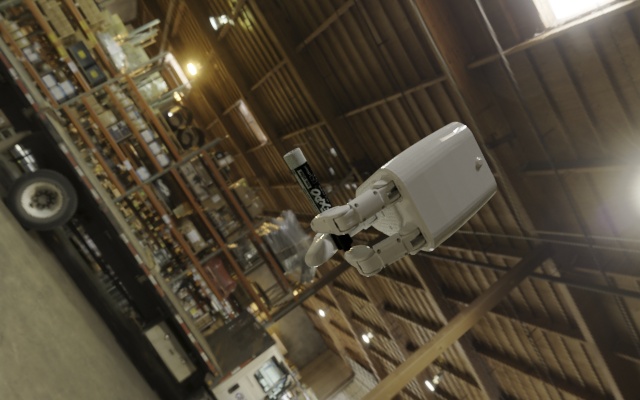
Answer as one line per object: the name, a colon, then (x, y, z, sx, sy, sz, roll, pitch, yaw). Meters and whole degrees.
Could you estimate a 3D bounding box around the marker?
marker: (0.000, 0.002, 0.498, 0.020, 0.121, 0.020, -29, 13, 7)
